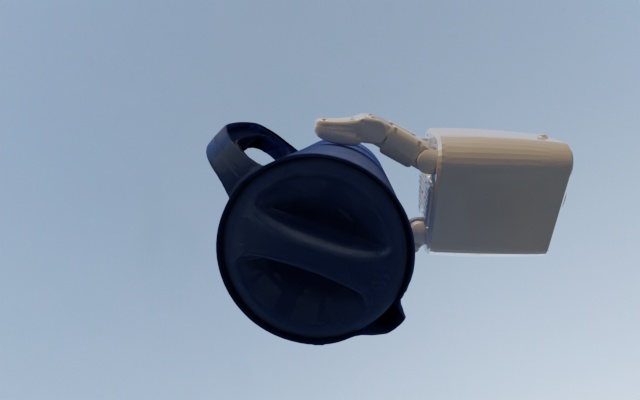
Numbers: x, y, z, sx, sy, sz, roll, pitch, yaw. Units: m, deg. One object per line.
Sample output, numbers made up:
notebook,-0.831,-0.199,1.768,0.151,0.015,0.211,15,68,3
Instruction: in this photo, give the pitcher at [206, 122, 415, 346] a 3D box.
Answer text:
pitcher,0.000,0.001,0.423,0.145,0.149,0.242,0,13,6
